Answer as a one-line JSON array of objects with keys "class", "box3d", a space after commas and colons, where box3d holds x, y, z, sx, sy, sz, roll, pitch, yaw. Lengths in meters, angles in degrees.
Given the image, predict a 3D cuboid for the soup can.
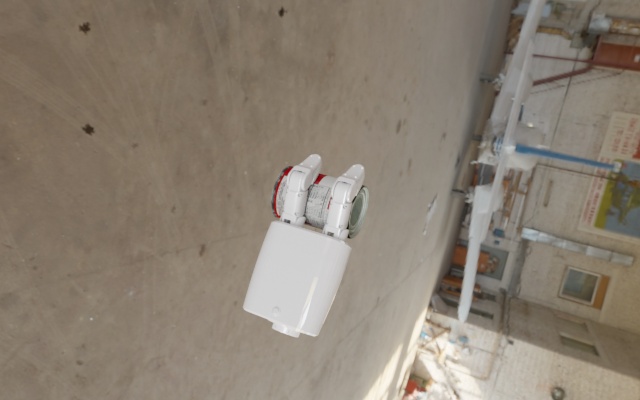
[{"class": "soup can", "box3d": [0.001, 0.002, 0.583, 0.102, 0.068, 0.068, 15, 5, 21]}]
